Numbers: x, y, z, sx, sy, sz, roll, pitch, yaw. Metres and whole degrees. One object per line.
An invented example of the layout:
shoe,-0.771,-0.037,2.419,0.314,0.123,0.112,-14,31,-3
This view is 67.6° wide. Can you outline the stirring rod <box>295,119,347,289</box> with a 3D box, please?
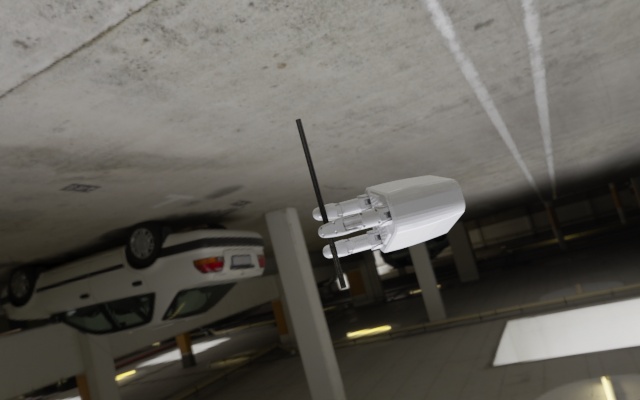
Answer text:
stirring rod,0.000,0.002,0.654,0.011,0.239,0.011,-15,-7,-2
